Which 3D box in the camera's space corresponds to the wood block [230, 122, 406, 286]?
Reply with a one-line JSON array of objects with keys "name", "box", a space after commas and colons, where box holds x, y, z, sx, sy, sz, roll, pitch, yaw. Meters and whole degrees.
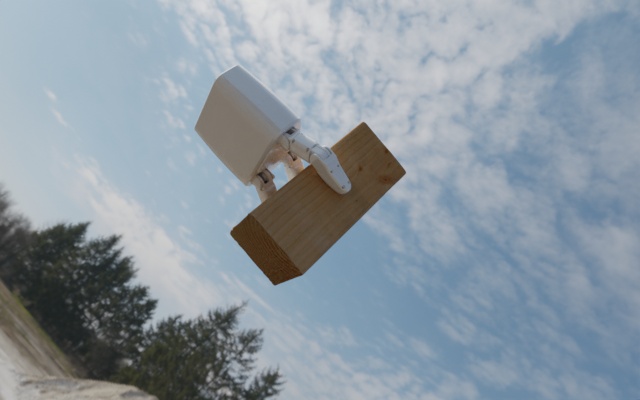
[{"name": "wood block", "box": [0.000, 0.001, 0.601, 0.206, 0.090, 0.091, -42, 4, -31]}]
